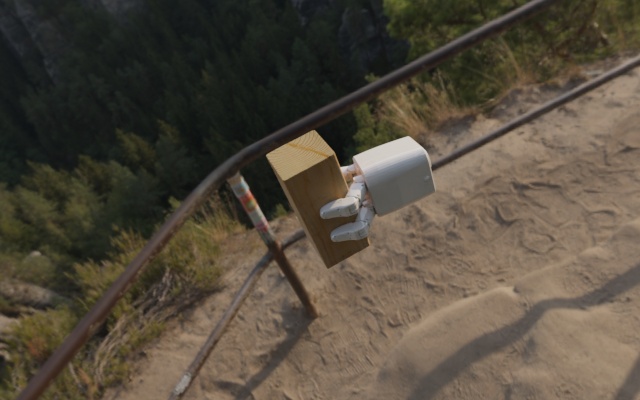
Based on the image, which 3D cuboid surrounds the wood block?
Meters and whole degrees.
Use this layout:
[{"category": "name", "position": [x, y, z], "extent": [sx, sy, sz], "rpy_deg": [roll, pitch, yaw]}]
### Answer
[{"category": "wood block", "position": [0.000, 0.002, 0.791], "extent": [0.090, 0.206, 0.090], "rpy_deg": [-29, 39, -6]}]
